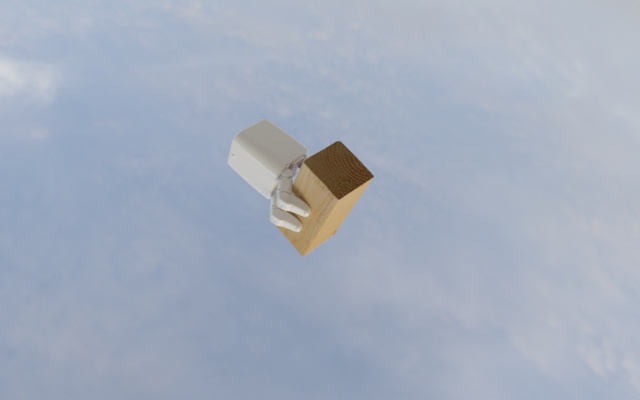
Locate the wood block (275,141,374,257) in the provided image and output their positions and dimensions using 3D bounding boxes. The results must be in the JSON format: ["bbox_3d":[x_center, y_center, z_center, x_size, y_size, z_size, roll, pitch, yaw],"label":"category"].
[{"bbox_3d":[0.000,0.002,0.852,0.090,0.090,0.206,-34,-15,-34],"label":"wood block"}]
